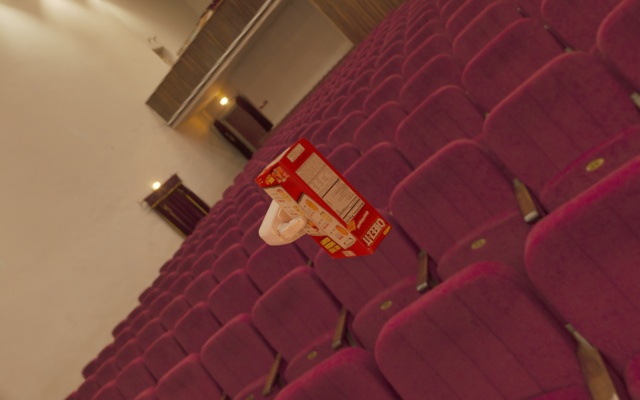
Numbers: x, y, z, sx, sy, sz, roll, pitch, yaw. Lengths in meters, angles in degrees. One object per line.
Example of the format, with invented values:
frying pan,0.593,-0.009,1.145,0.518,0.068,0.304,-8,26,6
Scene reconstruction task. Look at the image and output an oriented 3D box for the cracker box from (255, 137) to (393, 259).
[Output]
cracker box,0.000,0.003,0.830,0.214,0.072,0.164,44,-21,-9
